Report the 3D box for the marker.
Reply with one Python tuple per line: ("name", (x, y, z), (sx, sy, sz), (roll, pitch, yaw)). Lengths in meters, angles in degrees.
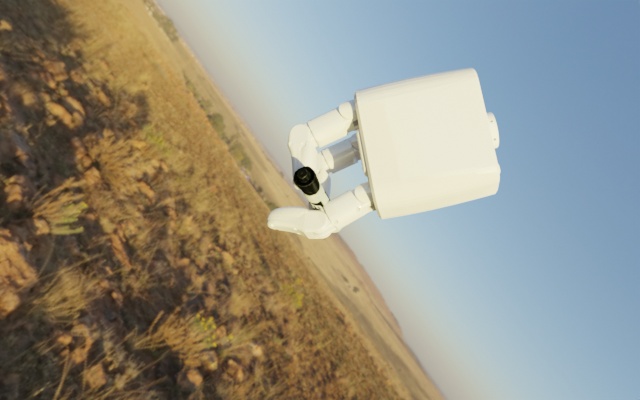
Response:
("marker", (0.000, 0.001, 0.433), (0.020, 0.020, 0.121), (0, -23, 15))
